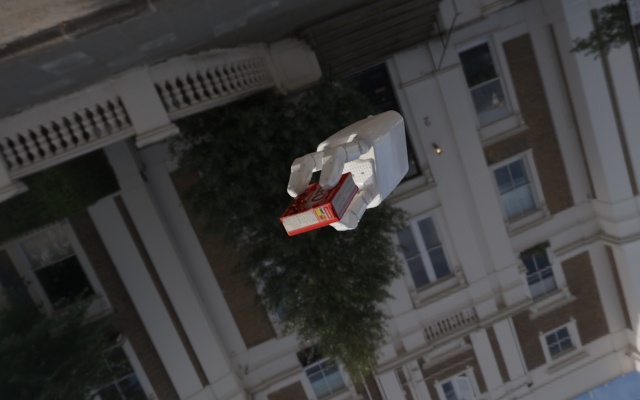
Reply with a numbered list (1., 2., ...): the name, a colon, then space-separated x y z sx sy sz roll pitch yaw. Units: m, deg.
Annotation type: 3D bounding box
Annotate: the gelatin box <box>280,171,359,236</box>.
1. gelatin box: 0.000 0.002 0.594 0.073 0.030 0.089 -17 21 29
